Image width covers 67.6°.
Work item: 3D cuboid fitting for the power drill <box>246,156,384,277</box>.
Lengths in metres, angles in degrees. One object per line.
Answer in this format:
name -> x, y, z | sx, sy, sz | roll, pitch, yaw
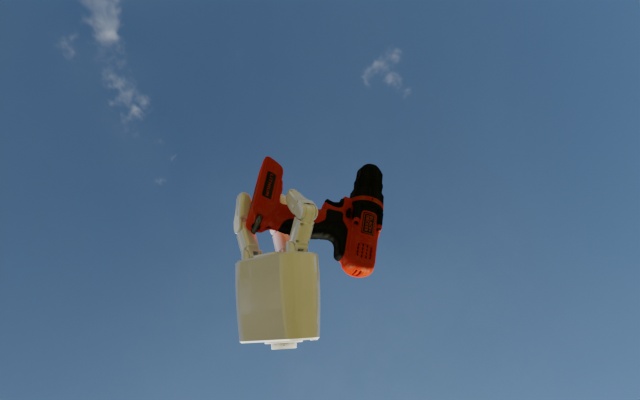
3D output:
power drill -> 0.000, 0.002, 0.673 | 0.187, 0.184, 0.057 | 17, -36, -9
